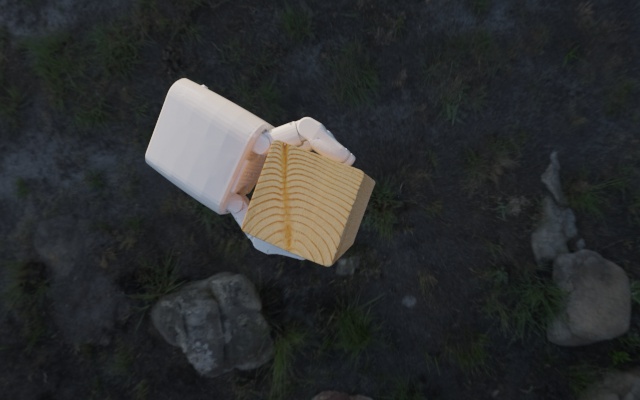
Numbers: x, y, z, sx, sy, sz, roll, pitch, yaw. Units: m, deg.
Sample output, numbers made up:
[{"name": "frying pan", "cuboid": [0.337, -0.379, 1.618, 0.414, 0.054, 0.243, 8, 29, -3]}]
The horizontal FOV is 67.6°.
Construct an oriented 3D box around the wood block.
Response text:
[{"name": "wood block", "cuboid": [0.000, 0.002, 0.518, 0.090, 0.091, 0.206, 21, 4, 9]}]
